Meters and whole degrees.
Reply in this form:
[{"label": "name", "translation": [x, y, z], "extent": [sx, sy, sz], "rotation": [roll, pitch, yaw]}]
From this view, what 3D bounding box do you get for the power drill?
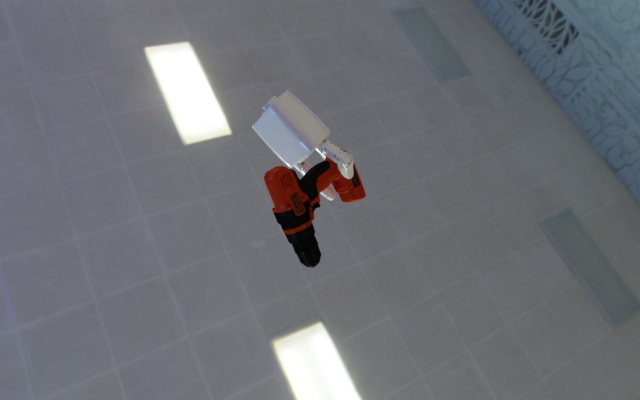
[{"label": "power drill", "translation": [0.000, 0.002, 0.853], "extent": [0.057, 0.184, 0.187], "rotation": [-7, 19, 46]}]
